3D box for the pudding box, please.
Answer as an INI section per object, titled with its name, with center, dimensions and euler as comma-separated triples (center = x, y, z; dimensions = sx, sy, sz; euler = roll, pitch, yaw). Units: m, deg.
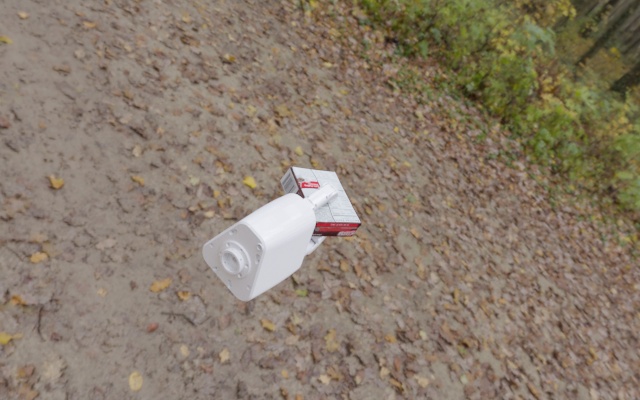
[pudding box]
center = 0.000, 0.002, 0.723
dimensions = 0.090, 0.113, 0.039
euler = 5, -42, -37
